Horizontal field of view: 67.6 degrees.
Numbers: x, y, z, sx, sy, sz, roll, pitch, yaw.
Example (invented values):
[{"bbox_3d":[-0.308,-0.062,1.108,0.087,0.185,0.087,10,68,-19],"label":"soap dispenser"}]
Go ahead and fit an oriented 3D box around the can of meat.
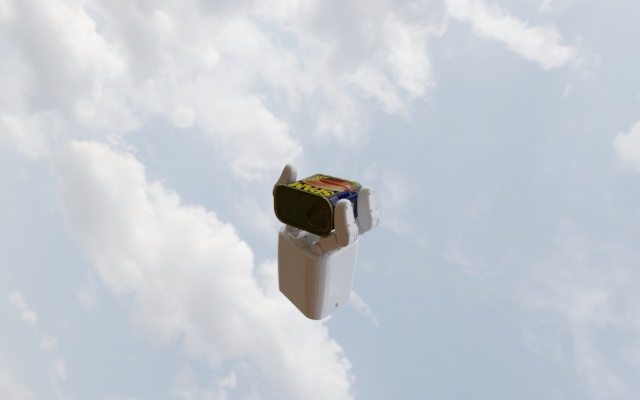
[{"bbox_3d":[0.000,0.002,0.662,0.102,0.057,0.084,17,26,35],"label":"can of meat"}]
